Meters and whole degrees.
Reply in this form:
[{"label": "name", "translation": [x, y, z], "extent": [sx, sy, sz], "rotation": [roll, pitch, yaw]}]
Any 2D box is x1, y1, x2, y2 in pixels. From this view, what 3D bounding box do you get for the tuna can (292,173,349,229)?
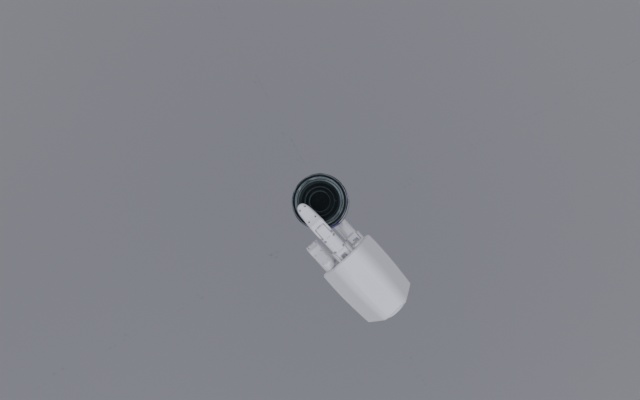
[{"label": "tuna can", "translation": [0.000, 0.002, 0.722], "extent": [0.086, 0.086, 0.034], "rotation": [0, -5, 6]}]
